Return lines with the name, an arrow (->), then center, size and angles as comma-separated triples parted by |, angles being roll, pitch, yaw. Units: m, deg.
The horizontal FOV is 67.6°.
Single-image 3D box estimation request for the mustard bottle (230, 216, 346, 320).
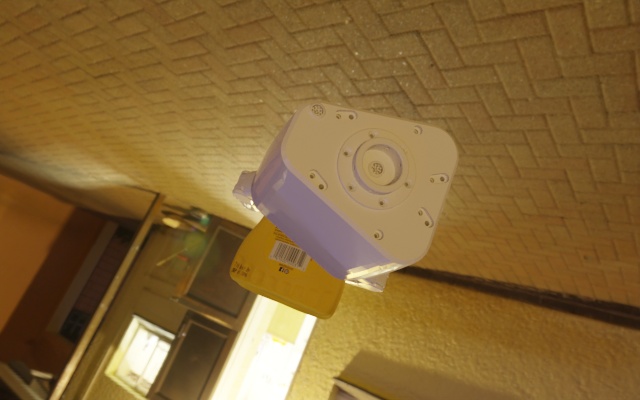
mustard bottle -> 0.000, 0.002, 0.434 | 0.096, 0.191, 0.058 | 19, -18, 13
